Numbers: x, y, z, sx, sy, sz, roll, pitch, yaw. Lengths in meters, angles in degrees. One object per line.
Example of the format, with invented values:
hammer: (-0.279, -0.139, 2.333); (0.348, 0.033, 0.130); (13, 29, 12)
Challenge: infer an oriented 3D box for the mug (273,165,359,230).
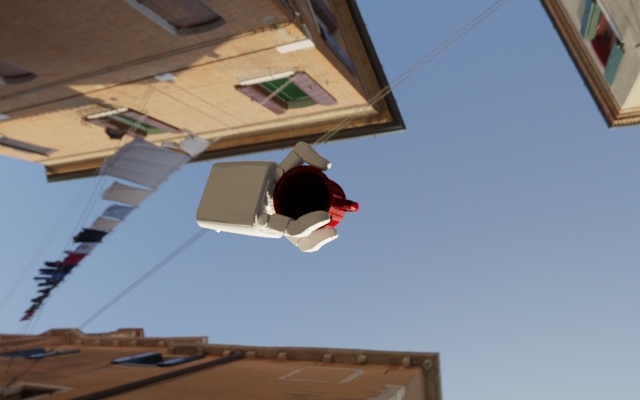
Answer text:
mug: (0.002, 0.002, 0.700); (0.117, 0.093, 0.081); (4, -6, 23)
